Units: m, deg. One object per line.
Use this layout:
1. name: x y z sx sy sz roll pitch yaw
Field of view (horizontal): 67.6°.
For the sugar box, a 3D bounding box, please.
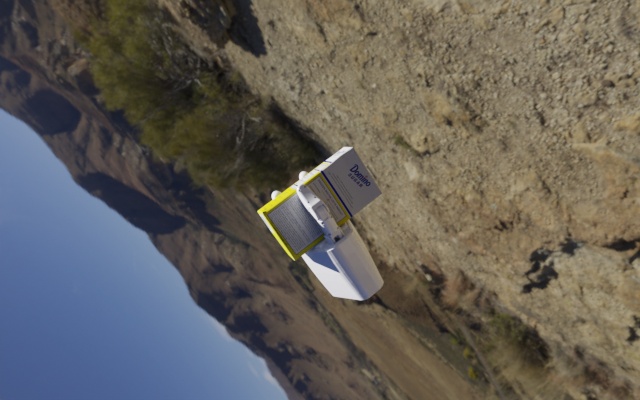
1. sugar box: 0.000 0.003 0.749 0.176 0.093 0.048 -37 16 -12
